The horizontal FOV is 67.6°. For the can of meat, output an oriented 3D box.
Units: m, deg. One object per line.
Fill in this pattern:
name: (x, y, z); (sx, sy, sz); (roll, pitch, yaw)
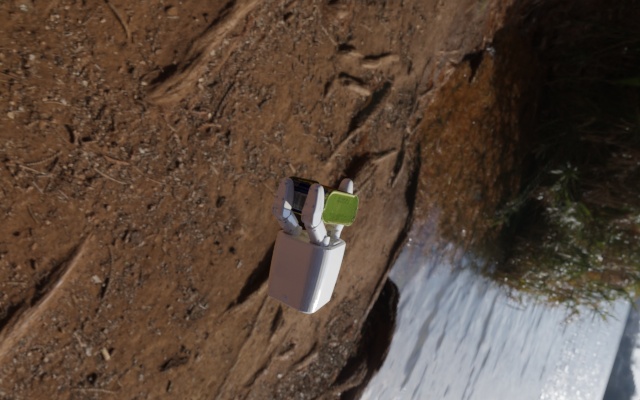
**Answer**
can of meat: (0.000, 0.002, 0.748); (0.084, 0.057, 0.102); (18, 5, 34)
